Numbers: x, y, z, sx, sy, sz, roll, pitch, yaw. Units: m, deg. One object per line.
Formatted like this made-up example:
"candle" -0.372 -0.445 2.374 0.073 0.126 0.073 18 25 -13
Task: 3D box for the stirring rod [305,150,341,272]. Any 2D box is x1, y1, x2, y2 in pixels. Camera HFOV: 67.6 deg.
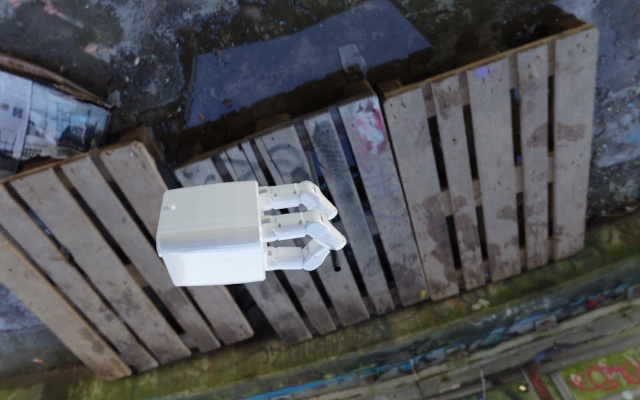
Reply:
"stirring rod" 0.000 0.002 0.609 0.011 0.011 0.239 0 37 -11
